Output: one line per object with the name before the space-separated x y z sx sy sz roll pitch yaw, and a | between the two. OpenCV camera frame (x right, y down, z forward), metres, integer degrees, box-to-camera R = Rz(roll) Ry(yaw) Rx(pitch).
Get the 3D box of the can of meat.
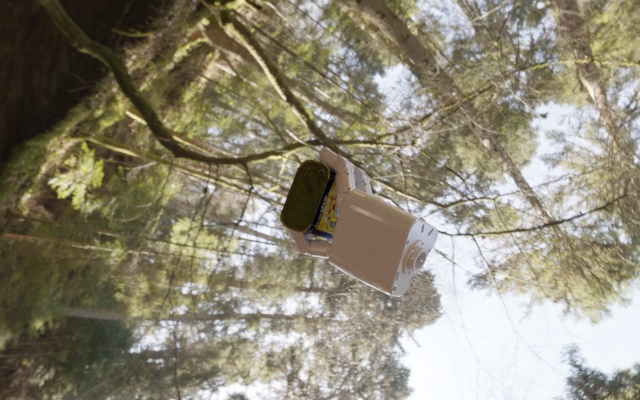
can of meat | 0.000 0.002 0.694 0.057 0.102 0.084 20 -1 37
